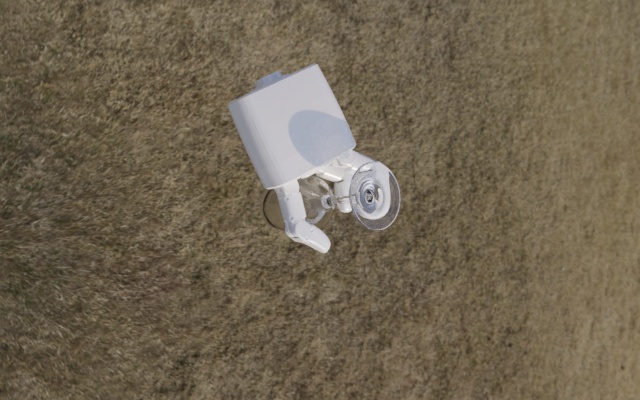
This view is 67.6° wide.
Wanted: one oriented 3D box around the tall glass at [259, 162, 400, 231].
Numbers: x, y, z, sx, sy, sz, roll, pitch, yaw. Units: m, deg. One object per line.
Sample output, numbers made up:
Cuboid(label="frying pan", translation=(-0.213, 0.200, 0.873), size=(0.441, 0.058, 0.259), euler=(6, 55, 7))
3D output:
Cuboid(label="tall glass", translation=(0.001, 0.002, 0.590), size=(0.079, 0.079, 0.201), euler=(0, -4, -37))
